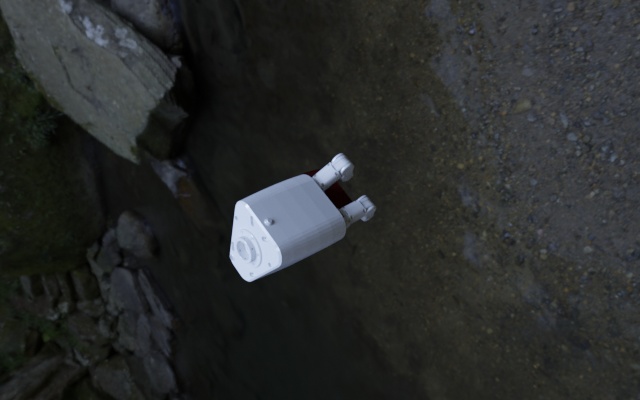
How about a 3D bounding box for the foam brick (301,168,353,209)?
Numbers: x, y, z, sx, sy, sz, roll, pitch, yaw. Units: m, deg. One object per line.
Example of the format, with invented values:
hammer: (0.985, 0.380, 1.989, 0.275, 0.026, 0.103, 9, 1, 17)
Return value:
foam brick: (0.000, 0.002, 0.657, 0.051, 0.078, 0.053, -18, -27, -46)
